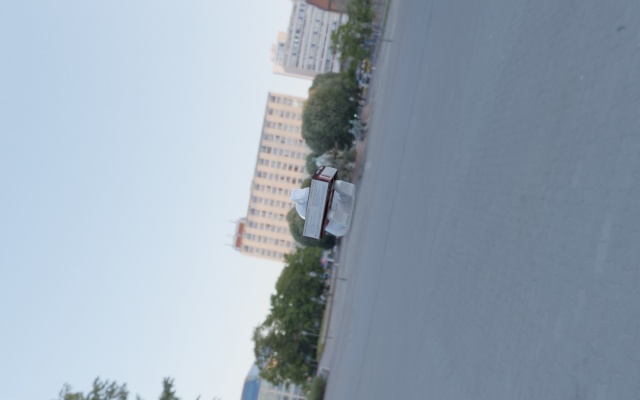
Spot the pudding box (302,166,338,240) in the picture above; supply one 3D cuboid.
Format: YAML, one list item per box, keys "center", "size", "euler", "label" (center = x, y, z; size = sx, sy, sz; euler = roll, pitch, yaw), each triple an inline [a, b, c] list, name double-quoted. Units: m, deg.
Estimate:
- center: [0.000, 0.003, 0.857]
  size: [0.039, 0.113, 0.090]
  euler: [10, 19, 7]
  label: "pudding box"
